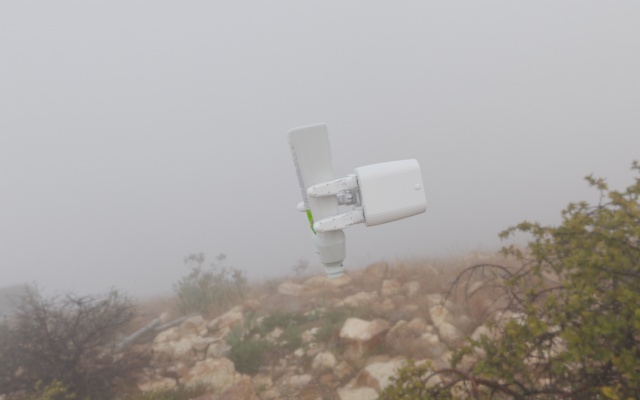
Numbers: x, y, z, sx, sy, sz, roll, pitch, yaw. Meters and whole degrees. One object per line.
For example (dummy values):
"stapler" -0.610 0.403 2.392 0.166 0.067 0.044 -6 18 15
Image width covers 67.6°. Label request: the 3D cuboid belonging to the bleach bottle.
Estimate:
"bleach bottle" 0.000 0.003 0.798 0.068 0.251 0.102 -12 4 -6
